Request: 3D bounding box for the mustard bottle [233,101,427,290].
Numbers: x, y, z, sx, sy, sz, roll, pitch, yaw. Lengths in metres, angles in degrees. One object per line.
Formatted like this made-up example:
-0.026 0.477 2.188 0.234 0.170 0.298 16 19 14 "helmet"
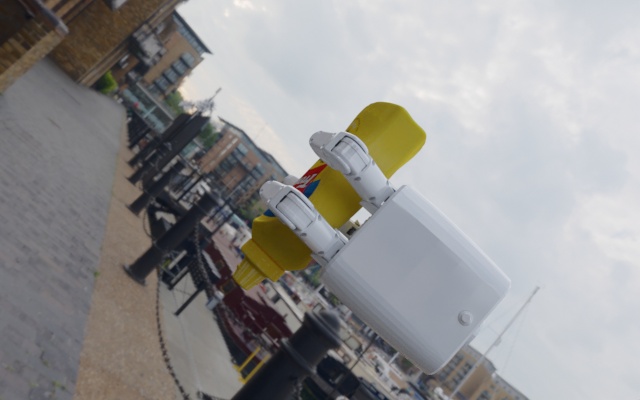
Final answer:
0.000 0.001 0.406 0.058 0.191 0.096 46 -8 -14 "mustard bottle"
